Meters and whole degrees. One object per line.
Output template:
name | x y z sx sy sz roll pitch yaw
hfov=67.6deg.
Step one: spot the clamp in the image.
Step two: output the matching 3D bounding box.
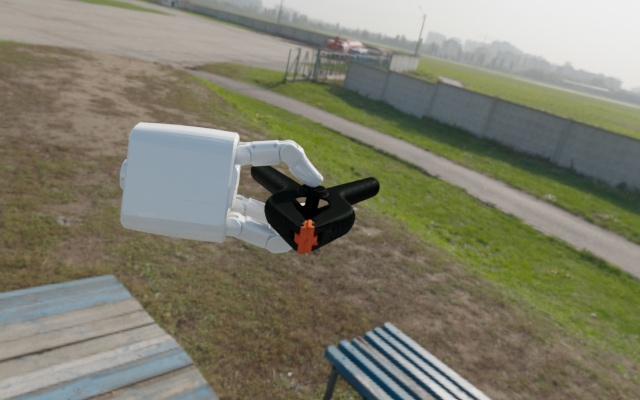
clamp | 0.000 0.001 0.530 0.164 0.036 0.210 5 20 -7
